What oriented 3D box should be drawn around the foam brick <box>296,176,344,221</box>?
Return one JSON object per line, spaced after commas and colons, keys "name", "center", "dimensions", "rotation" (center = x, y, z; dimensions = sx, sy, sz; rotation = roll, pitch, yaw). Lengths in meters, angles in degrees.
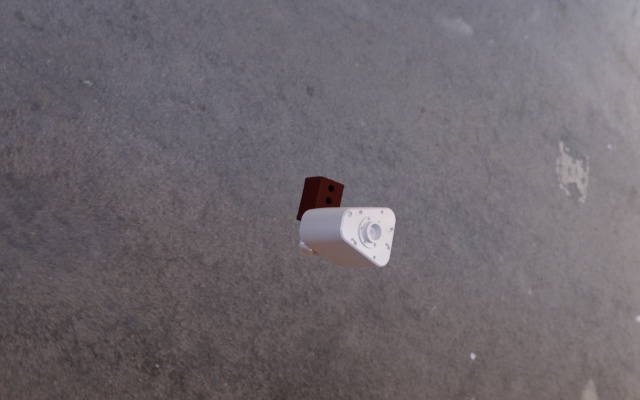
{"name": "foam brick", "center": [0.000, 0.002, 0.821], "dimensions": [0.053, 0.078, 0.051], "rotation": [20, -15, -33]}
